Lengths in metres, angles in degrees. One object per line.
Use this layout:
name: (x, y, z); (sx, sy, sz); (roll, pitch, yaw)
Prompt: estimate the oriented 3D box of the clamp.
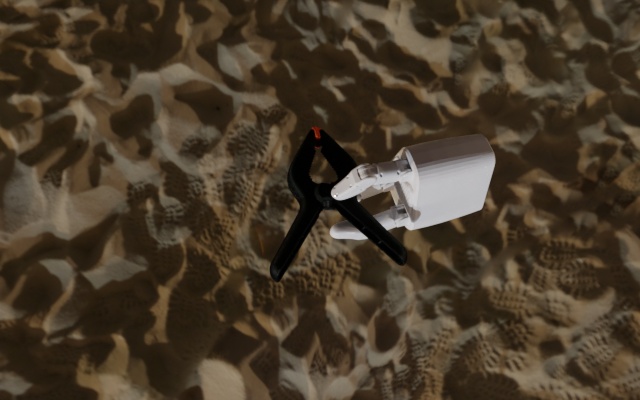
clamp: (0.000, 0.001, 0.600); (0.164, 0.210, 0.036); (-12, -25, -10)
